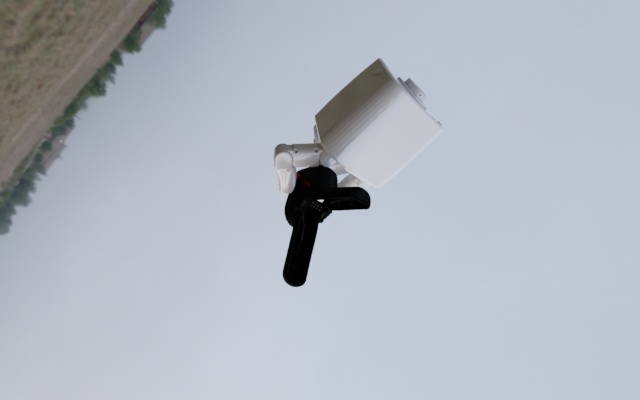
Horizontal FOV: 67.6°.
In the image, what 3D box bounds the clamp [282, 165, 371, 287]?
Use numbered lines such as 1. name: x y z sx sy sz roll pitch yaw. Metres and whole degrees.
1. clamp: 0.000 0.002 0.515 0.039 0.120 0.171 38 22 -27
